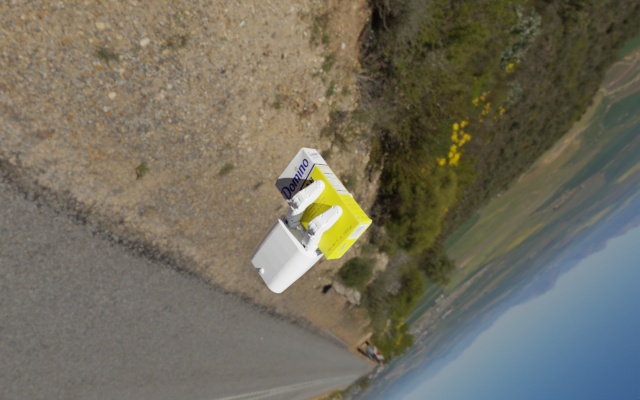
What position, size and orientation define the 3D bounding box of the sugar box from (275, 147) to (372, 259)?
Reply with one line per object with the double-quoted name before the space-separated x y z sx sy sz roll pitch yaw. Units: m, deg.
"sugar box" 0.000 0.003 0.812 0.048 0.176 0.093 -1 -43 -55
